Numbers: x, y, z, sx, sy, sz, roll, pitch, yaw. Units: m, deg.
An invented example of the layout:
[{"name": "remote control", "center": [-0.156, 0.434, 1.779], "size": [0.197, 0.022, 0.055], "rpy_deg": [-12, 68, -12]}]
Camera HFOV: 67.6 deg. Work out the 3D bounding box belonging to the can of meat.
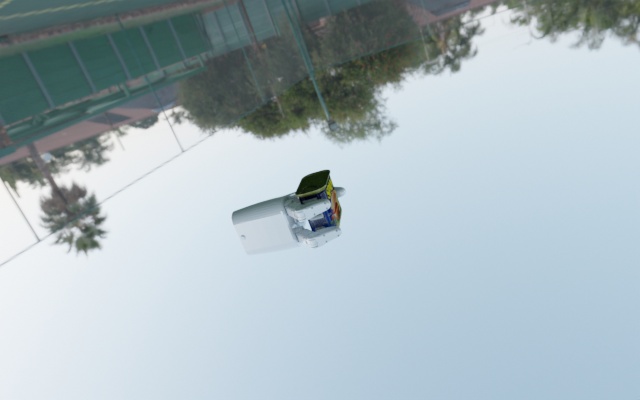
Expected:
[{"name": "can of meat", "center": [0.000, 0.003, 0.859], "size": [0.057, 0.084, 0.102], "rpy_deg": [-15, 20, 14]}]
